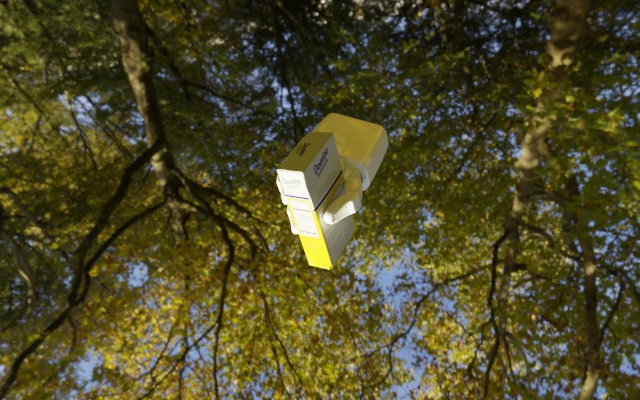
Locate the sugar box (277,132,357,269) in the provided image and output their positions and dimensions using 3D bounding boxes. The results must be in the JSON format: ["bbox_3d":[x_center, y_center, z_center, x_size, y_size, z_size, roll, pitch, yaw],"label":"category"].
[{"bbox_3d":[0.000,0.002,0.665,0.048,0.176,0.093,6,42,30],"label":"sugar box"}]
